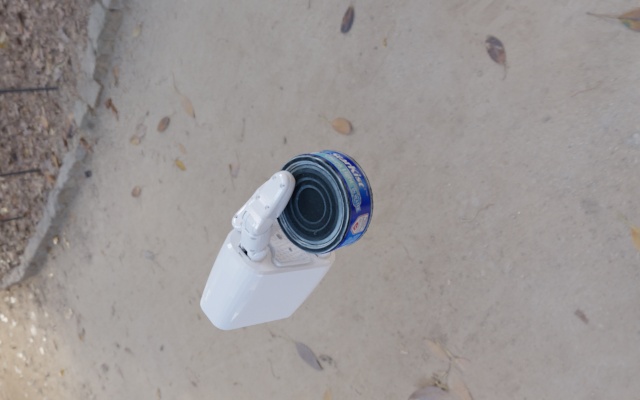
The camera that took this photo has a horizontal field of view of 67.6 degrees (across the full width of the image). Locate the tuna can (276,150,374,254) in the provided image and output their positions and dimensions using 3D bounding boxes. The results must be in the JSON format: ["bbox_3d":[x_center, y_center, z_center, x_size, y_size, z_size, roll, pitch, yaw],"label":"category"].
[{"bbox_3d":[0.000,0.001,0.403,0.086,0.086,0.034,0,10,40],"label":"tuna can"}]
